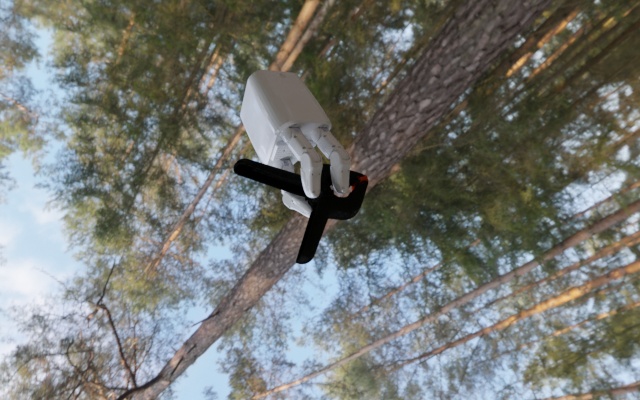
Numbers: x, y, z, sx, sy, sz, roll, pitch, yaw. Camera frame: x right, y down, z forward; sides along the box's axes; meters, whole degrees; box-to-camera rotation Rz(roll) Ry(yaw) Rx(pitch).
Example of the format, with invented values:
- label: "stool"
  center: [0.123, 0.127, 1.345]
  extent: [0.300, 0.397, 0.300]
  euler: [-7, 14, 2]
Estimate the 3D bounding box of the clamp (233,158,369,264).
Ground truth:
- label: "clamp"
  center: [0.000, 0.002, 0.663]
  extent: [0.210, 0.164, 0.036]
  euler: [-9, -31, -42]
